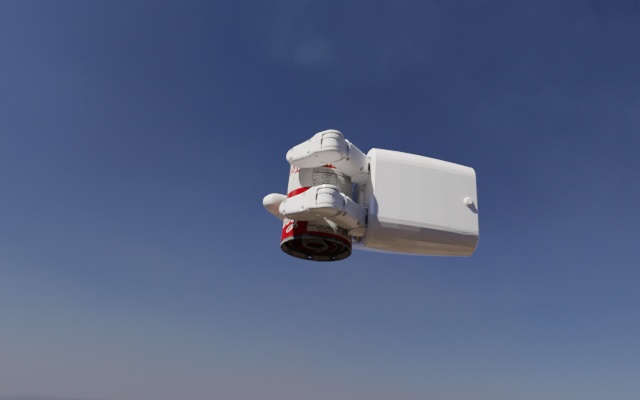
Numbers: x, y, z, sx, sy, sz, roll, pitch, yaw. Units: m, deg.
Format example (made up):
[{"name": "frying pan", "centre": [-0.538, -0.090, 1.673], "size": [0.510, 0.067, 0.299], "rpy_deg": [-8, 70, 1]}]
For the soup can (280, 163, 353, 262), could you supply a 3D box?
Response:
[{"name": "soup can", "centre": [0.000, 0.001, 0.472], "size": [0.068, 0.102, 0.068], "rpy_deg": [5, -24, 2]}]
